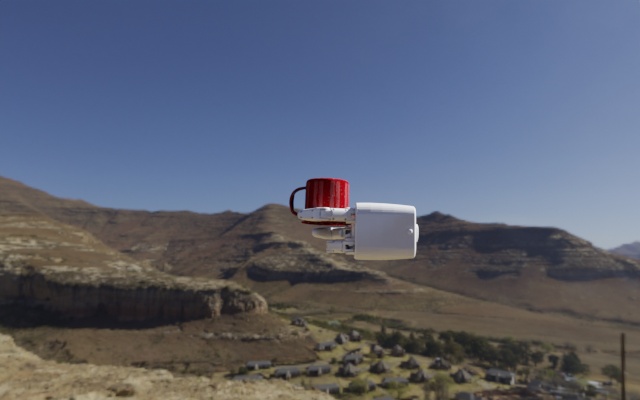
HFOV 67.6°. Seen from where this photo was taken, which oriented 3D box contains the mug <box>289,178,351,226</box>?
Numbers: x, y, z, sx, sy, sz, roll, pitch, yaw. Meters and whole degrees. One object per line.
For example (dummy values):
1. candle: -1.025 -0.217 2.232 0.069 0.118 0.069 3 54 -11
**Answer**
1. mug: -0.001 0.003 0.893 0.117 0.081 0.093 2 -6 1
